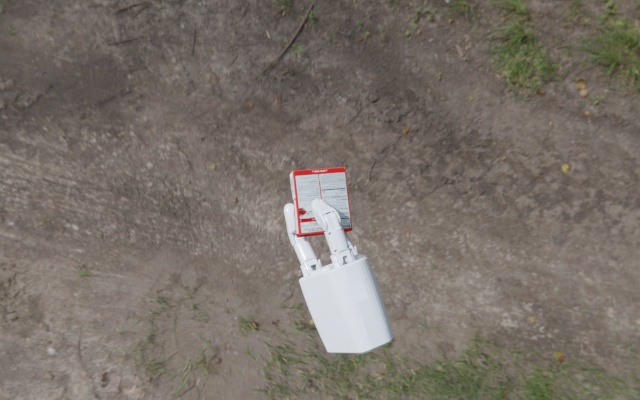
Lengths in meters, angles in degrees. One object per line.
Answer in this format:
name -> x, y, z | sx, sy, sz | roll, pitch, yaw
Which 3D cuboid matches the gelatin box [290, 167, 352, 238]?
gelatin box -> 0.000, 0.002, 0.643 | 0.073, 0.089, 0.030 | -5, -5, -13
